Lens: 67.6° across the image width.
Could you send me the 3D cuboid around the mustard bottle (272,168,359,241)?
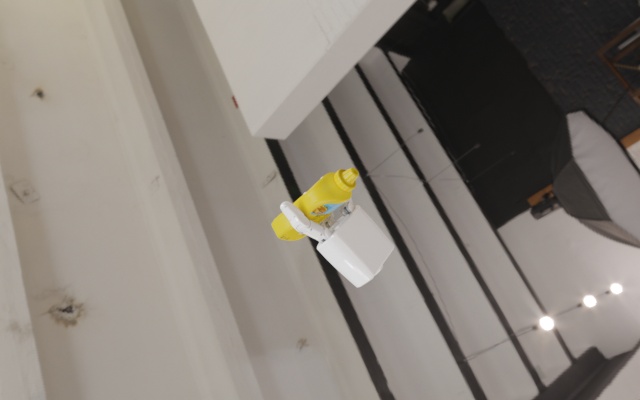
[{"bbox_3d":[0.000,0.003,0.860,0.096,0.058,0.192,-8,-26,-50],"label":"mustard bottle"}]
